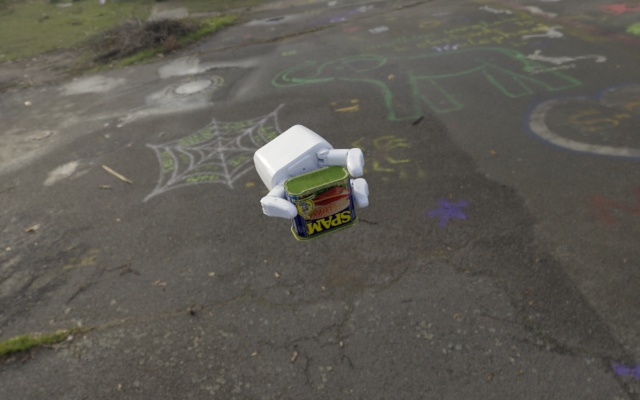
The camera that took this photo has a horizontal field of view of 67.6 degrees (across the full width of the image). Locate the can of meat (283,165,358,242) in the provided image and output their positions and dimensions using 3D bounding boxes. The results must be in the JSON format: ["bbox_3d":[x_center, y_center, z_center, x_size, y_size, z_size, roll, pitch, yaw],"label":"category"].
[{"bbox_3d":[0.000,0.002,0.712,0.102,0.084,0.057,-18,32,-12],"label":"can of meat"}]
